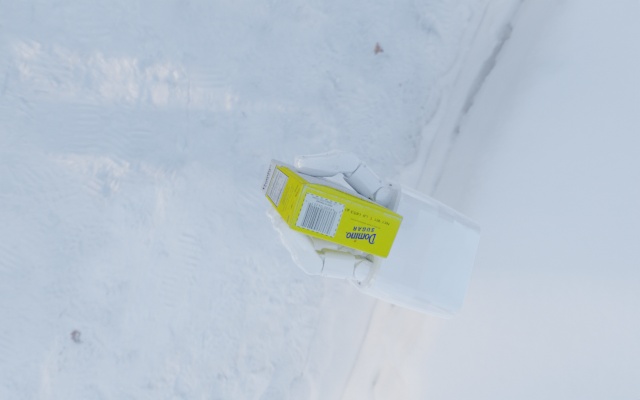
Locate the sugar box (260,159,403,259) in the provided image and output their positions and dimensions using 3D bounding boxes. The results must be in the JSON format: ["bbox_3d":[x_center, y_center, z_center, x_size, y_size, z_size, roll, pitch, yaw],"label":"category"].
[{"bbox_3d":[0.000,0.002,0.469,0.093,0.048,0.176,19,3,-17],"label":"sugar box"}]
